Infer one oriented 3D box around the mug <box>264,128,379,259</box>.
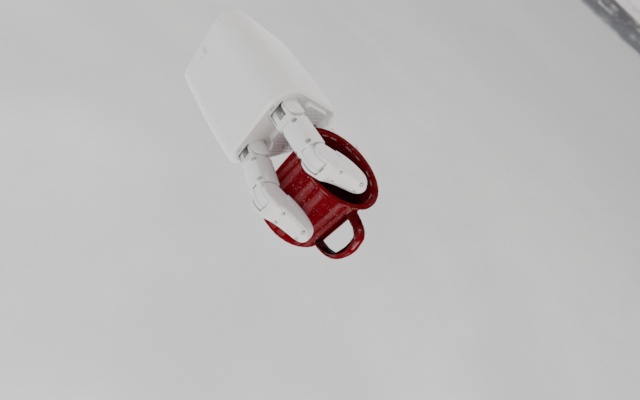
[{"bbox_3d":[0.001,0.003,0.454,0.093,0.117,0.081,-9,-28,-49],"label":"mug"}]
